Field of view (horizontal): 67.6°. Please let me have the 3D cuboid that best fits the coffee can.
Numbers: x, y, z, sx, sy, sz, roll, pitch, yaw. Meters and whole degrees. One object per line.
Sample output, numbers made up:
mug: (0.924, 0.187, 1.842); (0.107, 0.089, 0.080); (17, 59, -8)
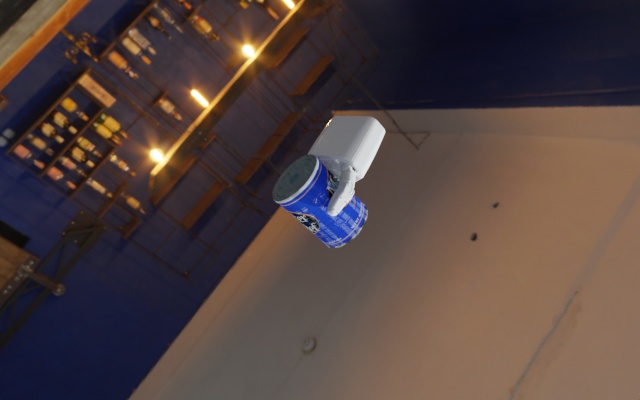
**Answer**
coffee can: (0.000, 0.003, 0.837); (0.140, 0.102, 0.103); (43, -23, -27)
